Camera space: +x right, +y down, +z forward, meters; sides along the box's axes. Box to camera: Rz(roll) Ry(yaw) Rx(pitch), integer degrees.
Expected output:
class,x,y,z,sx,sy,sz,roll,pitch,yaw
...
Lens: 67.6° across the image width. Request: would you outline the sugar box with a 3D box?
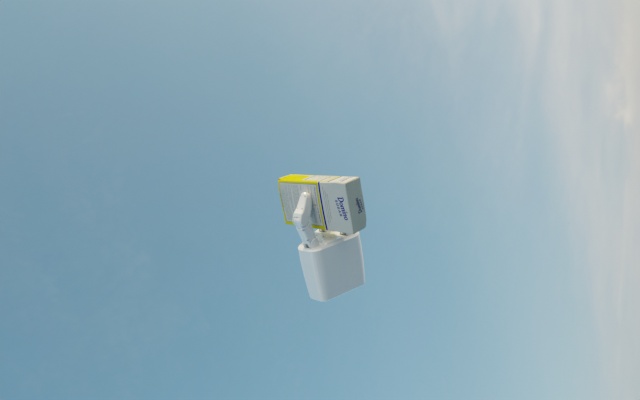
class,x,y,z,sx,sy,sz,roll,pitch,yaw
sugar box,0.000,0.003,0.862,0.176,0.093,0.048,5,21,42
